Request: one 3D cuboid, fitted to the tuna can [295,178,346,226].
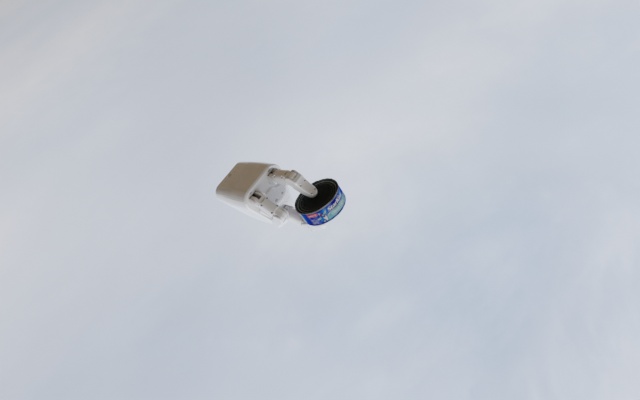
[{"bbox_3d":[0.000,0.003,0.824,0.086,0.086,0.034,0,-44,42],"label":"tuna can"}]
